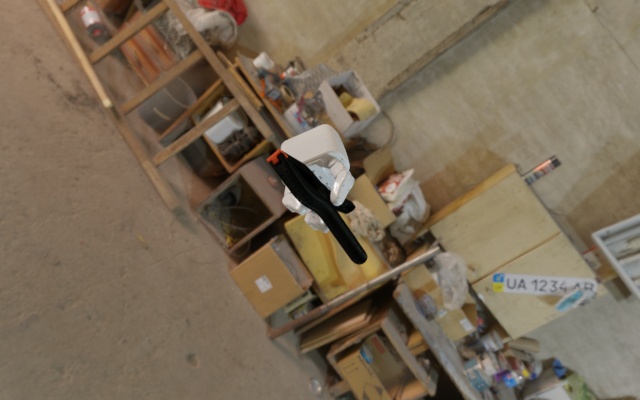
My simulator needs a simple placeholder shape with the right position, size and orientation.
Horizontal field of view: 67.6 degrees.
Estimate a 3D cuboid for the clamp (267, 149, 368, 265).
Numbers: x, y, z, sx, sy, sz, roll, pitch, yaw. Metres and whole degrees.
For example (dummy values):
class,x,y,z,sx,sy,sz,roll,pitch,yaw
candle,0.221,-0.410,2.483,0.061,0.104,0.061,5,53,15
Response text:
class,x,y,z,sx,sy,sz,roll,pitch,yaw
clamp,0.000,0.002,0.749,0.210,0.036,0.164,41,19,-31
